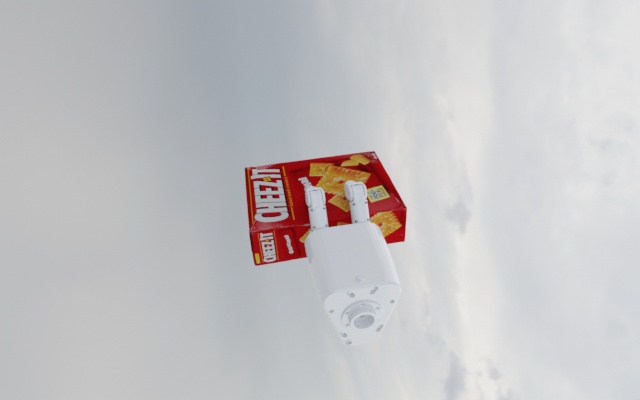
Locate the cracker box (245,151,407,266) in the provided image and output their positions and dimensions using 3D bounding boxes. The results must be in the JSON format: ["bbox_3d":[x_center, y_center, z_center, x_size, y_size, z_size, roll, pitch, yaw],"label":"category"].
[{"bbox_3d":[0.000,0.002,0.704,0.213,0.072,0.164,-8,36,-6],"label":"cracker box"}]
